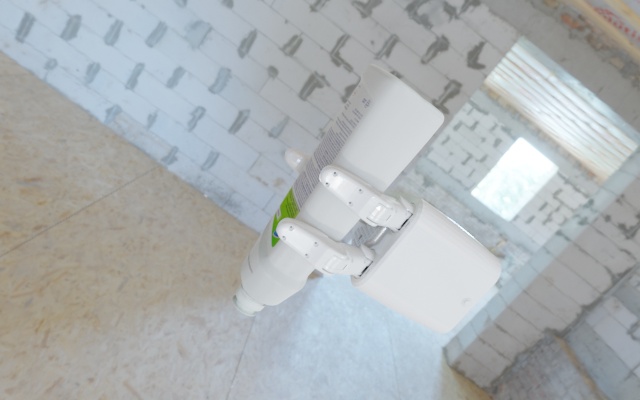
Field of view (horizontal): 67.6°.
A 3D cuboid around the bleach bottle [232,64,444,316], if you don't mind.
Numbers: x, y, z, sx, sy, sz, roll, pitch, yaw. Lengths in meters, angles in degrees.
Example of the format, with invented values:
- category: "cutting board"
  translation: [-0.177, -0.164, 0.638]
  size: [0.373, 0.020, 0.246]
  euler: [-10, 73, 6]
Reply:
- category: "bleach bottle"
  translation: [0.000, 0.001, 0.435]
  size: [0.068, 0.251, 0.102]
  euler: [33, 15, -18]
